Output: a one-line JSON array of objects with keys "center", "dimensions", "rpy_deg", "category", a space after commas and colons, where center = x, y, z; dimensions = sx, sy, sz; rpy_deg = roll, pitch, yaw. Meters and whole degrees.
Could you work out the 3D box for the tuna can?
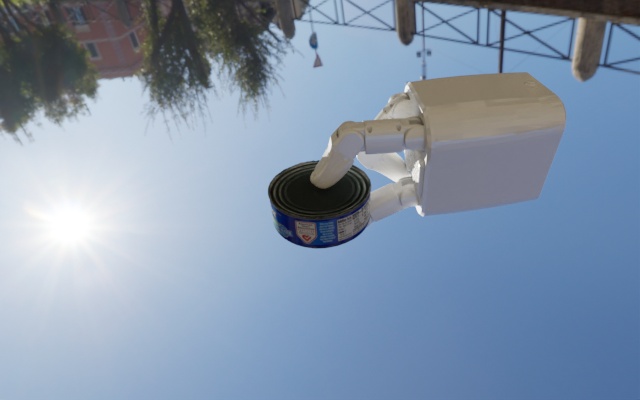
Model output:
[{"center": [0.000, 0.002, 0.404], "dimensions": [0.086, 0.034, 0.086], "rpy_deg": [-3, 35, 2], "category": "tuna can"}]
